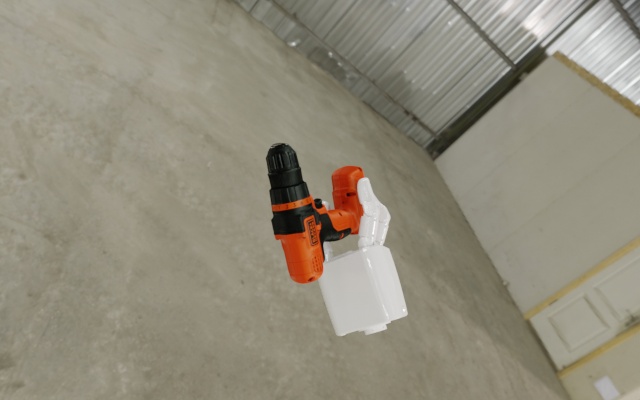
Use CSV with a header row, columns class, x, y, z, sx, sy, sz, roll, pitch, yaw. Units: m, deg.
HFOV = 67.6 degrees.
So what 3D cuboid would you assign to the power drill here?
class,x,y,z,sx,sy,sz,roll,pitch,yaw
power drill,0.000,0.002,0.672,0.057,0.184,0.187,-4,10,35
